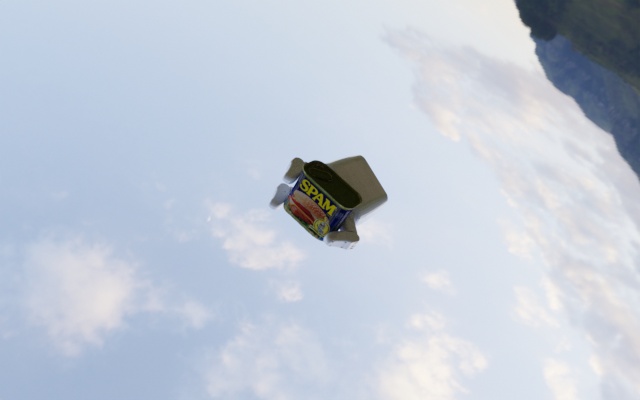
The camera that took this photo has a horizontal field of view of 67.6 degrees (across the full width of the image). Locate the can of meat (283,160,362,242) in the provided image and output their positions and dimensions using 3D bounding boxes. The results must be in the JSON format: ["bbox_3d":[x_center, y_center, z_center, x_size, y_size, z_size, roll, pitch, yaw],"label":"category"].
[{"bbox_3d":[0.000,0.003,0.744,0.102,0.084,0.057,43,36,13],"label":"can of meat"}]
